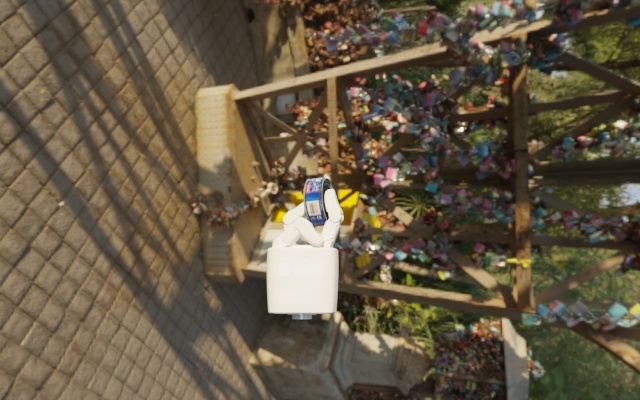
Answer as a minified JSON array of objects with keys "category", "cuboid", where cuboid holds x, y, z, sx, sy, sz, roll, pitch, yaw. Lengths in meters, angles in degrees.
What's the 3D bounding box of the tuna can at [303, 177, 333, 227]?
[{"category":"tuna can","cuboid":[0.001,0.003,0.840,0.034,0.086,0.086,-7,-2,18]}]
